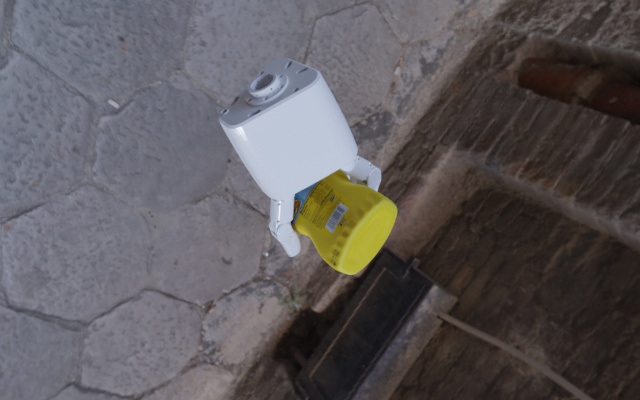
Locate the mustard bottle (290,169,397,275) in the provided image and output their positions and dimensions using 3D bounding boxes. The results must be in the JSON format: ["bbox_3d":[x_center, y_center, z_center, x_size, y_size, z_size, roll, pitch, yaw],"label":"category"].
[{"bbox_3d":[0.000,0.002,0.582,0.058,0.096,0.191,26,8,-44],"label":"mustard bottle"}]
